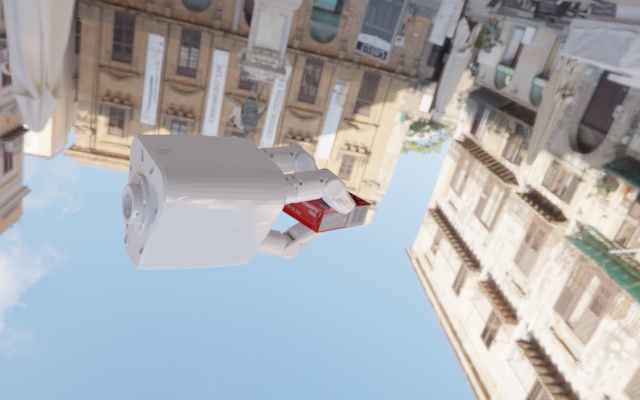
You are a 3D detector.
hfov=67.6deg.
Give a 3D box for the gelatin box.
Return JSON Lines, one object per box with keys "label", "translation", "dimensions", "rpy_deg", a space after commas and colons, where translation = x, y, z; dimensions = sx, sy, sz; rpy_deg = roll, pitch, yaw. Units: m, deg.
{"label": "gelatin box", "translation": [0.000, 0.002, 0.518], "dimensions": [0.073, 0.030, 0.089], "rpy_deg": [32, 23, 33]}
